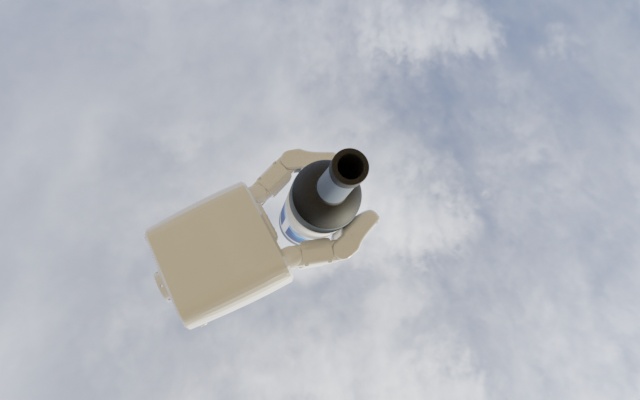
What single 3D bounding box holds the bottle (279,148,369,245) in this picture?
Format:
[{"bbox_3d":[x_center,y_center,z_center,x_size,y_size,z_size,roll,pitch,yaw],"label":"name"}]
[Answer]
[{"bbox_3d":[0.000,0.002,0.479,0.069,0.069,0.296,0,-10,-8],"label":"bottle"}]
